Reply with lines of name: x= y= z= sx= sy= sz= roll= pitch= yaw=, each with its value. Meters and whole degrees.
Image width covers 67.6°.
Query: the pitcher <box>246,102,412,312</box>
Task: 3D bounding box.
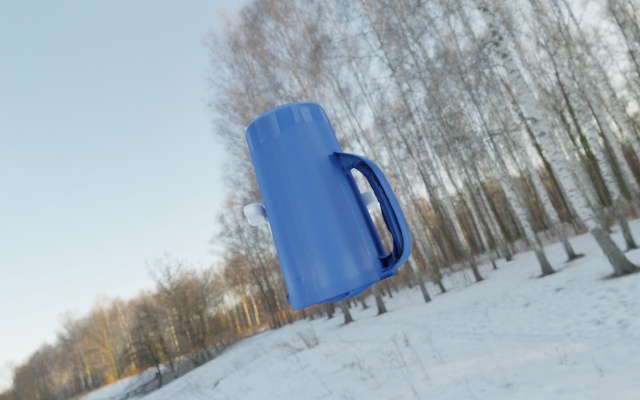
pitcher: x=0.000 y=0.002 z=0.590 sx=0.149 sy=0.242 sz=0.145 roll=-18 pitch=-11 yaw=-10
